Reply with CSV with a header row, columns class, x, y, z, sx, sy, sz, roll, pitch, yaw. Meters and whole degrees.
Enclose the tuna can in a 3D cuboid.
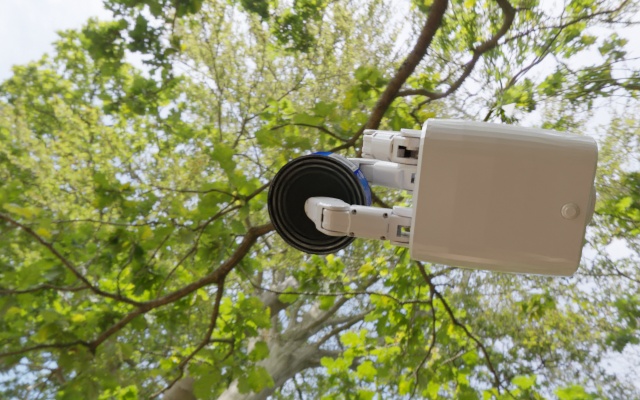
class,x,y,z,sx,sy,sz,roll,pitch,yaw
tuna can,0.000,0.001,0.411,0.086,0.086,0.033,0,11,15
